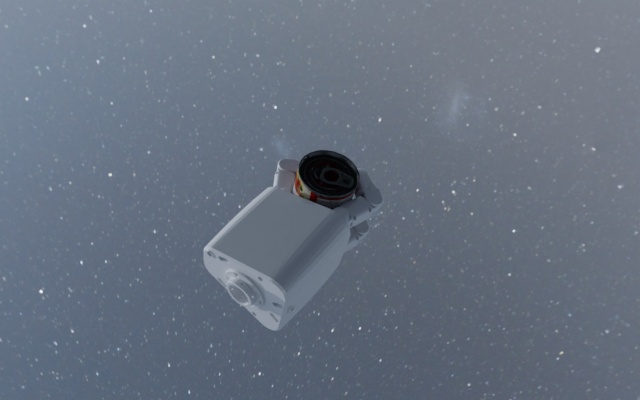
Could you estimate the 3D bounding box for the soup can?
[{"bbox_3d":[0.000,0.002,0.551,0.068,0.068,0.102,0,-39,-14],"label":"soup can"}]
